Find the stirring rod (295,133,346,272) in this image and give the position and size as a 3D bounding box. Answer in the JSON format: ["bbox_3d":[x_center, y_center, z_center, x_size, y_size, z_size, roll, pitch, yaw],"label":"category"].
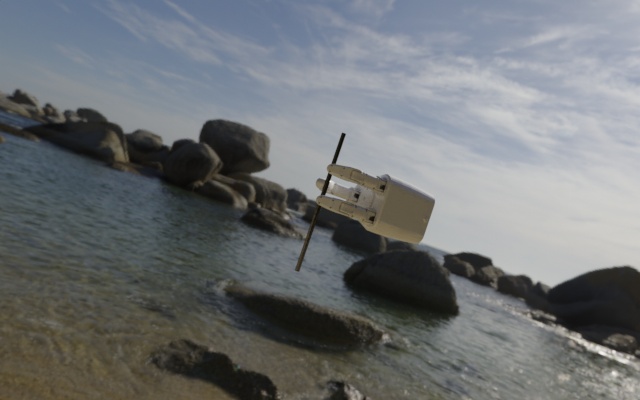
[{"bbox_3d":[0.000,0.003,0.790,0.011,0.239,0.011,19,-1,0],"label":"stirring rod"}]
